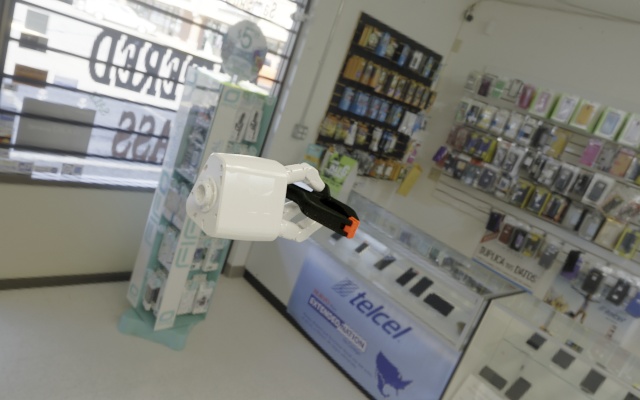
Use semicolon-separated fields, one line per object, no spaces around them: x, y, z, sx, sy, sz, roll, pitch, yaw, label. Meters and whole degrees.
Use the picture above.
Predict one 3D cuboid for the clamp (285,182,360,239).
0.001;0.002;0.773;0.164;0.036;0.210;7;19;-44;clamp
